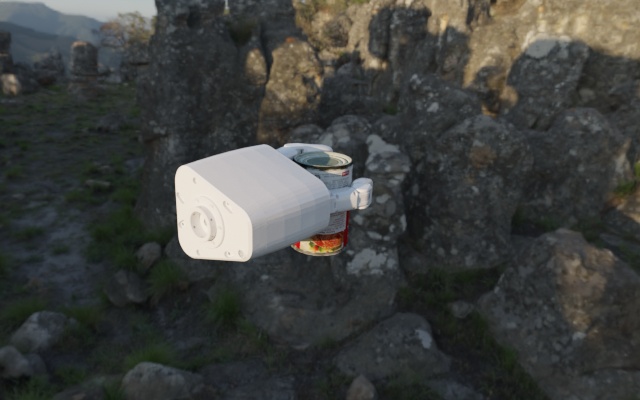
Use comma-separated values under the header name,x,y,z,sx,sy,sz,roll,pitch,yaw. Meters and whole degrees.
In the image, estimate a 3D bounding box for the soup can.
name,x,y,z,sx,sy,sz,roll,pitch,yaw
soup can,0.001,0.001,0.538,0.068,0.102,0.068,2,20,-1
